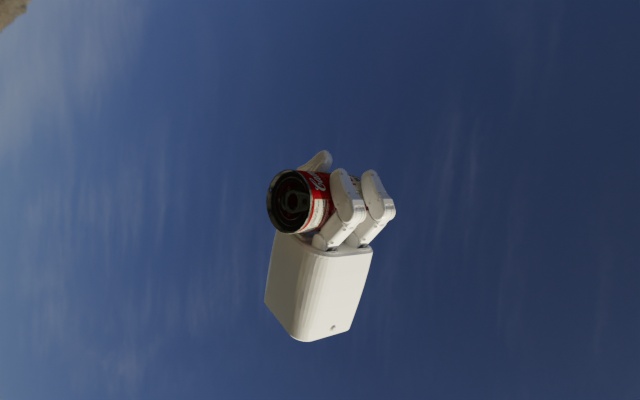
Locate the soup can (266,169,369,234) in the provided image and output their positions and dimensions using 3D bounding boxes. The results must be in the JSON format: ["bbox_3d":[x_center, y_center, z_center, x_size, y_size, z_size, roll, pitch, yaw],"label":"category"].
[{"bbox_3d":[0.000,0.001,0.535,0.068,0.068,0.102,0,-1,43],"label":"soup can"}]
